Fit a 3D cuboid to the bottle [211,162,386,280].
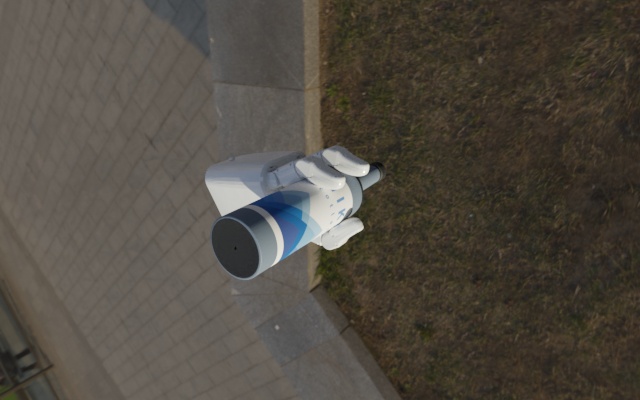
[{"bbox_3d":[0.000,0.002,0.570,0.069,0.069,0.295,0,17,36],"label":"bottle"}]
